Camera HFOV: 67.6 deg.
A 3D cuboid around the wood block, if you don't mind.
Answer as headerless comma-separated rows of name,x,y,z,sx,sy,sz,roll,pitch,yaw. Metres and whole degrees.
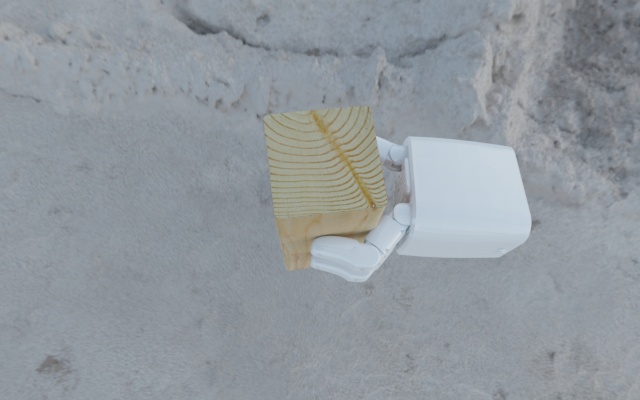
wood block,0.000,0.001,0.469,0.090,0.090,0.206,-6,-19,-4
